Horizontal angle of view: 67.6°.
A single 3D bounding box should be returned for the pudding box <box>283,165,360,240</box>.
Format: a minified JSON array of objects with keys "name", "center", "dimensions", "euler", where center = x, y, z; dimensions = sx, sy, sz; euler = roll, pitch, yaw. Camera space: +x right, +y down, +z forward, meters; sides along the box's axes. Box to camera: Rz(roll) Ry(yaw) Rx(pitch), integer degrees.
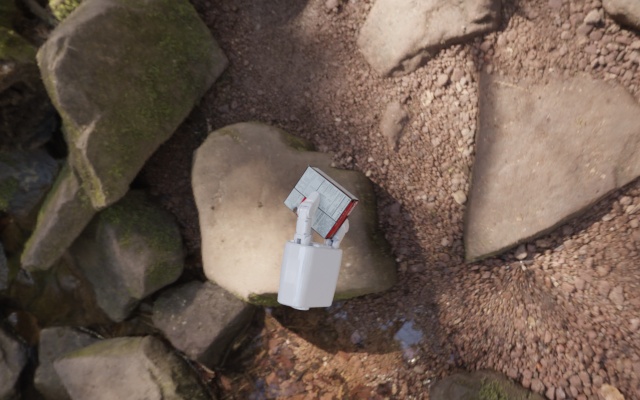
[{"name":"pudding box","center":[0.000,0.003,0.864],"dimensions":[0.113,0.090,0.039],"euler":[39,10,21]}]
